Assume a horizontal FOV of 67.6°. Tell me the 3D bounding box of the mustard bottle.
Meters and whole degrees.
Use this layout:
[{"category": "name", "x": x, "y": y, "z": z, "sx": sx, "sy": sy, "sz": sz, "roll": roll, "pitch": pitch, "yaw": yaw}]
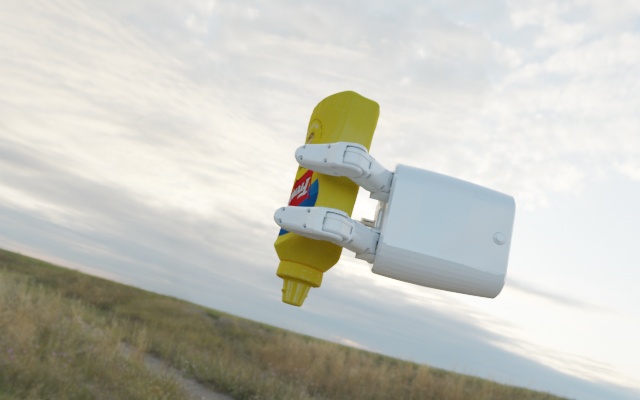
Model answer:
[{"category": "mustard bottle", "x": 0.000, "y": 0.001, "z": 0.438, "sx": 0.058, "sy": 0.191, "sz": 0.096, "roll": 21, "pitch": -17, "yaw": -20}]
